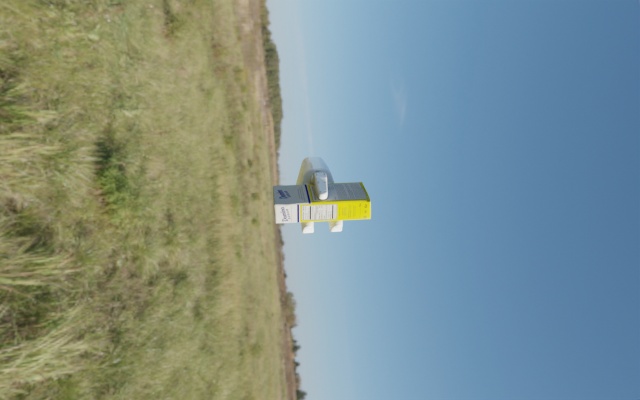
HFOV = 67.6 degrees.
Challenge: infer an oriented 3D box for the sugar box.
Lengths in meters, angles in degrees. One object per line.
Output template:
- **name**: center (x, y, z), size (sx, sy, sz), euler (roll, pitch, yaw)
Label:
- **sugar box**: center (0.000, 0.003, 0.896), size (0.176, 0.048, 0.093), euler (-4, 24, -5)
